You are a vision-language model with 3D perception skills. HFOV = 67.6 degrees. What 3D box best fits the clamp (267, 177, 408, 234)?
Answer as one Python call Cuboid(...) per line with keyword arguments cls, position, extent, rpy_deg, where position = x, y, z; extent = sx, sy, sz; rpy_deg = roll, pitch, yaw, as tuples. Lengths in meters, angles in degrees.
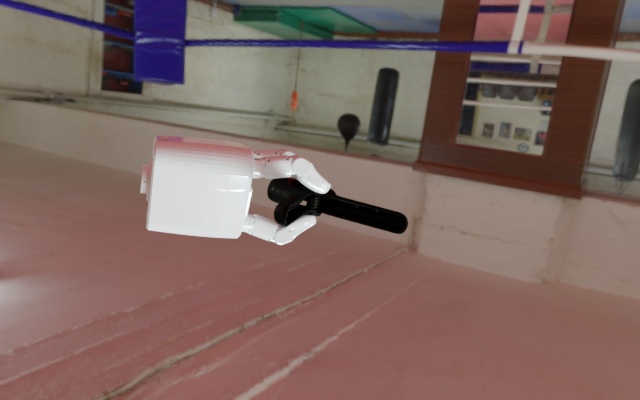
Cuboid(cls="clamp", position=(0.000, 0.003, 0.603), extent=(0.164, 0.036, 0.210), rpy_deg=(8, 10, -21))
